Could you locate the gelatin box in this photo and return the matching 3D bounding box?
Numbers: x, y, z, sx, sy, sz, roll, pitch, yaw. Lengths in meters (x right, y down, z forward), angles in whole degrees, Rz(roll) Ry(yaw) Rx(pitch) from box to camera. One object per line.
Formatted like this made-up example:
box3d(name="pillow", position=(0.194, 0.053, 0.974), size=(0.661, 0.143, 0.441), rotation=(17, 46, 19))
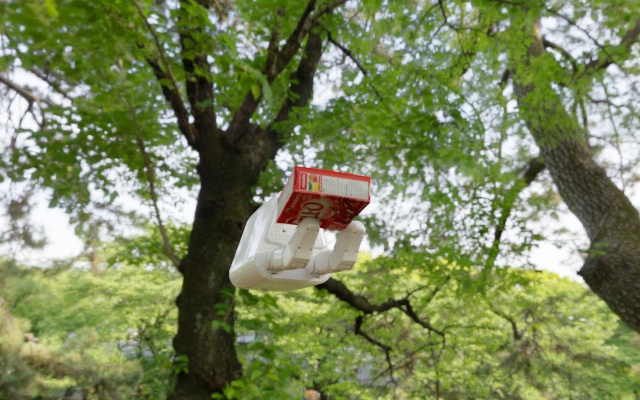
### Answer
box3d(name="gelatin box", position=(0.000, 0.001, 0.465), size=(0.073, 0.030, 0.089), rotation=(8, -24, -14))
